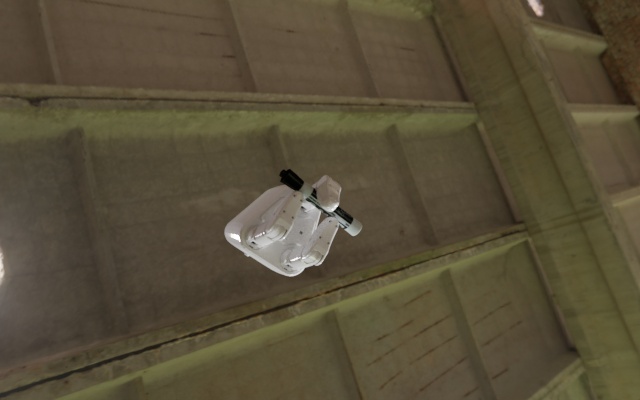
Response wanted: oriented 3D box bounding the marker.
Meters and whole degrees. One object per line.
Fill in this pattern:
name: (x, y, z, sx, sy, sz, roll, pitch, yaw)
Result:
marker: (0.000, 0.002, 0.572, 0.121, 0.020, 0.020, 37, -14, -19)
